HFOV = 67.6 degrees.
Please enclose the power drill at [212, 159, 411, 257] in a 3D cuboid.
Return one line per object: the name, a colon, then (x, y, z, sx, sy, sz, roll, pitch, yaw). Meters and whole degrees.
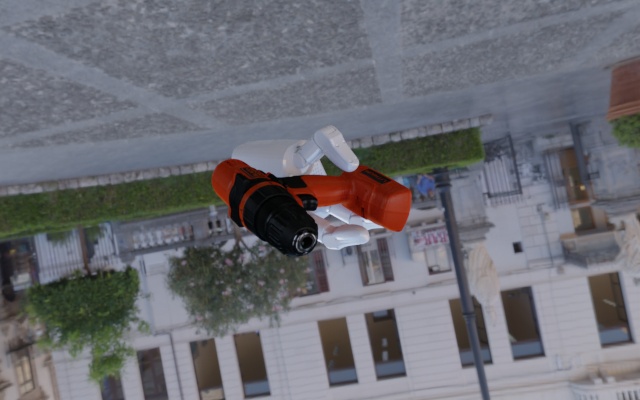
power drill: (0.000, 0.002, 0.493, 0.187, 0.057, 0.184, 1, 21, -33)
